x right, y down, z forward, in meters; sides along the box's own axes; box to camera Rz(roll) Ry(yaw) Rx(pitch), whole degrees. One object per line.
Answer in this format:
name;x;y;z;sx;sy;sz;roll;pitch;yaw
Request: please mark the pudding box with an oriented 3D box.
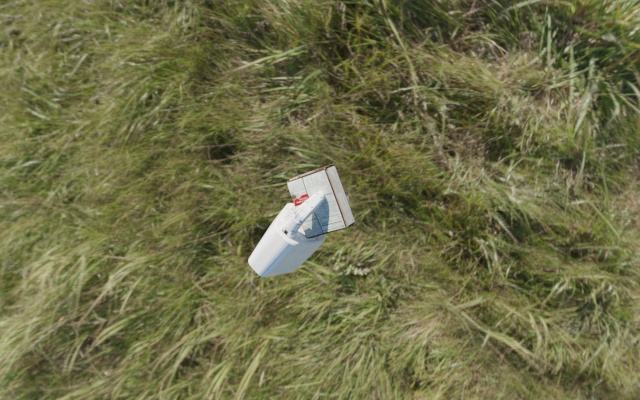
pudding box;0.000;0.003;0.838;0.090;0.113;0.039;-17;7;32
